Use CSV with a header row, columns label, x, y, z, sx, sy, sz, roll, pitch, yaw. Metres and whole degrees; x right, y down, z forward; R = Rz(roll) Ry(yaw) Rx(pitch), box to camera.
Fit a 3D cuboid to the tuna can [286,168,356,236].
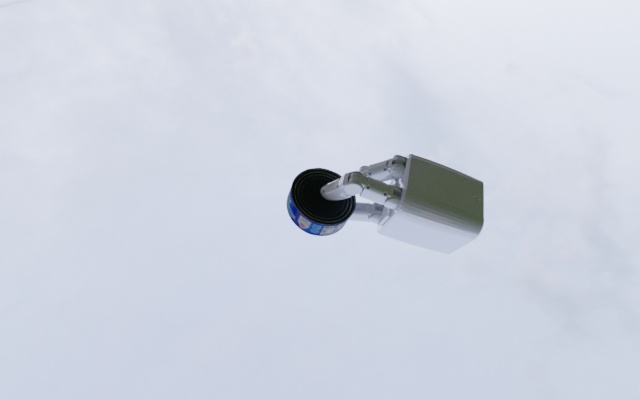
label,x,y,z,sx,sy,sz,roll,pitch,yaw
tuna can,0.000,0.002,0.614,0.086,0.086,0.034,0,-32,-19
